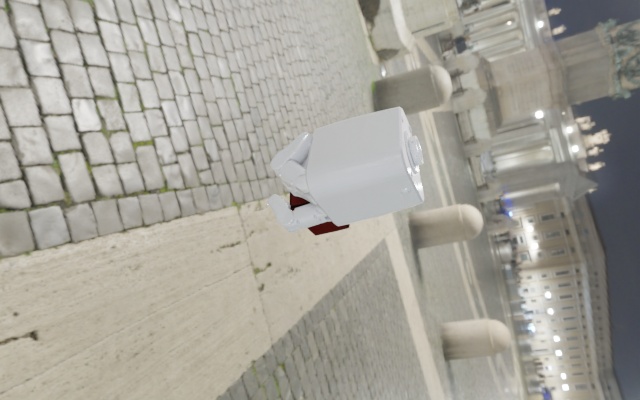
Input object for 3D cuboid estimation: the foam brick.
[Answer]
[{"bbox_3d":[0.000,0.002,0.612,0.051,0.053,0.078,-15,-35,19],"label":"foam brick"}]
